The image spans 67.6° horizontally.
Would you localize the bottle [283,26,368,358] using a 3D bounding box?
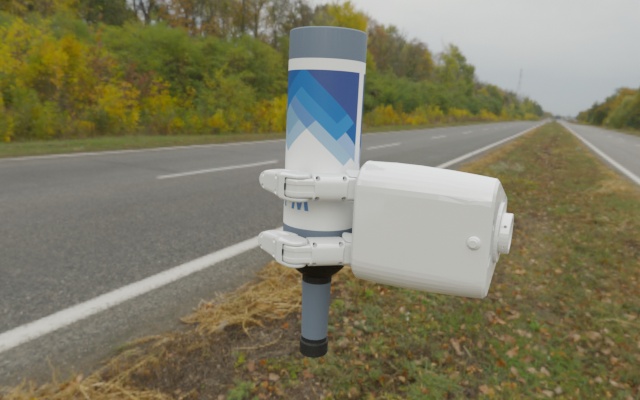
[{"bbox_3d":[0.000,0.001,0.435,0.069,0.296,0.069,3,11,0],"label":"bottle"}]
